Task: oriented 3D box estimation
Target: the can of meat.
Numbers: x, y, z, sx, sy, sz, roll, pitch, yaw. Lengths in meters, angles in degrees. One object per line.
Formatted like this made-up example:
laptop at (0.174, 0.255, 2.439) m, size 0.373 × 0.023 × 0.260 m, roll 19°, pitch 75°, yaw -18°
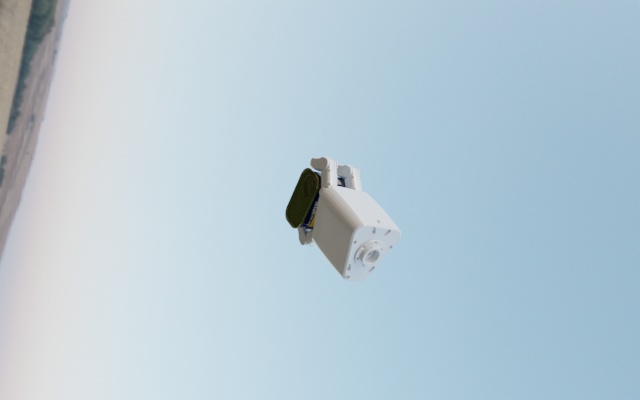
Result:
can of meat at (0.000, 0.003, 0.818) m, size 0.084 × 0.102 × 0.057 m, roll 11°, pitch 23°, yaw -35°
